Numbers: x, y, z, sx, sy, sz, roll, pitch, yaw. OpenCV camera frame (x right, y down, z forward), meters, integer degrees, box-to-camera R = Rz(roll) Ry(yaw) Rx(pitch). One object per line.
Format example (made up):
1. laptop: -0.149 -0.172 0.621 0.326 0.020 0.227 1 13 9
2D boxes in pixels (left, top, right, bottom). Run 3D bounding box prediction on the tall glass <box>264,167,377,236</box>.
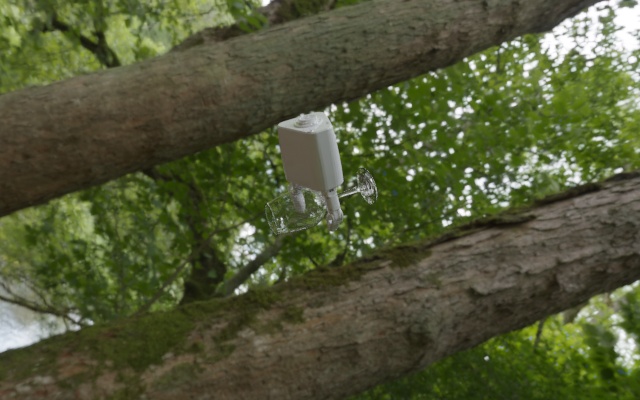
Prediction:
1. tall glass: 0.001 0.003 0.884 0.201 0.079 0.079 -20 6 -18
